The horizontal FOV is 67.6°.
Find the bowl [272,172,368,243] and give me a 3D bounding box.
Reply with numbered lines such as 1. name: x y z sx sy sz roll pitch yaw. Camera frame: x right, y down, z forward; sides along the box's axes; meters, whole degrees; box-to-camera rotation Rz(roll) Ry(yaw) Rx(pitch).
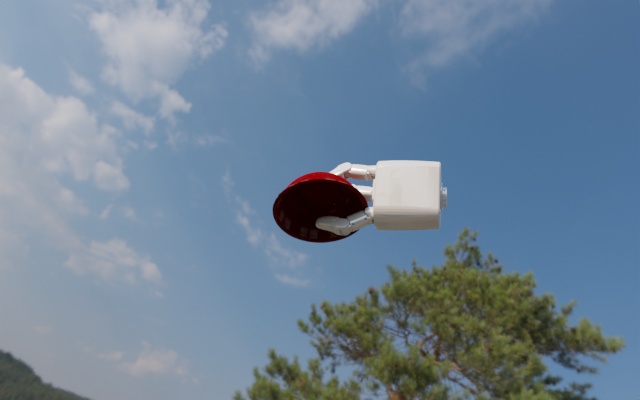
1. bowl: -0.001 0.002 0.817 0.162 0.055 0.162 -1 -43 -1
